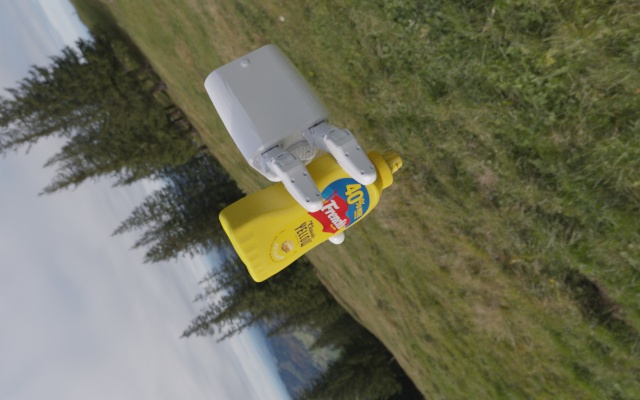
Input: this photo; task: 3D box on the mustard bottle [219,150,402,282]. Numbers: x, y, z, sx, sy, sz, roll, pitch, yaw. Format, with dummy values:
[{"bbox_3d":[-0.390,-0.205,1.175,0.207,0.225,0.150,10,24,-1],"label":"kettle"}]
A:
[{"bbox_3d":[0.000,0.002,0.481,0.191,0.096,0.058,-30,51,-13],"label":"mustard bottle"}]
